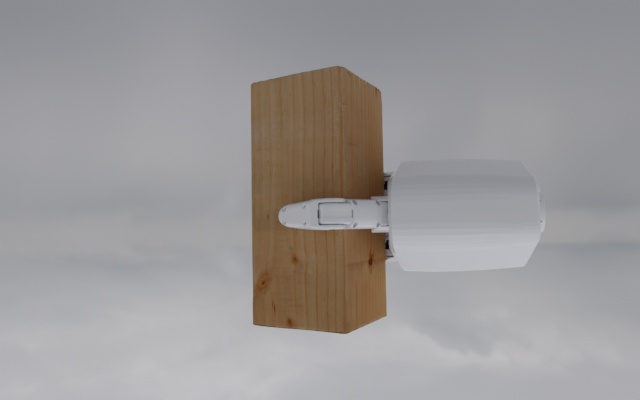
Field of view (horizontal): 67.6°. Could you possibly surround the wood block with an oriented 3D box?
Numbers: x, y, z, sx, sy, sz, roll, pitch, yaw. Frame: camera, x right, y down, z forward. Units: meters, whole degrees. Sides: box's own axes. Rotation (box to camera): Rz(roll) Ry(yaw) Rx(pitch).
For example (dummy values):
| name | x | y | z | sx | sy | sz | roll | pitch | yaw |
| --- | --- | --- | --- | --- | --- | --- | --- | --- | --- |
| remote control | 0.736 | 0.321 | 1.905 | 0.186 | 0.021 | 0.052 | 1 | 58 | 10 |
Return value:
| name | x | y | z | sx | sy | sz | roll | pitch | yaw |
| --- | --- | --- | --- | --- | --- | --- | --- | --- | --- |
| wood block | 0.000 | 0.001 | 0.421 | 0.090 | 0.206 | 0.091 | -3 | -4 | 29 |
